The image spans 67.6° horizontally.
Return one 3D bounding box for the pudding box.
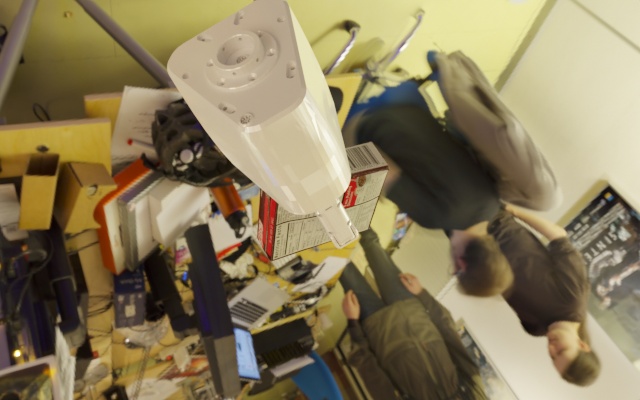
[{"bbox_3d":[0.000,0.002,0.435,0.113,0.039,0.090,-14,-38,-23],"label":"pudding box"}]
